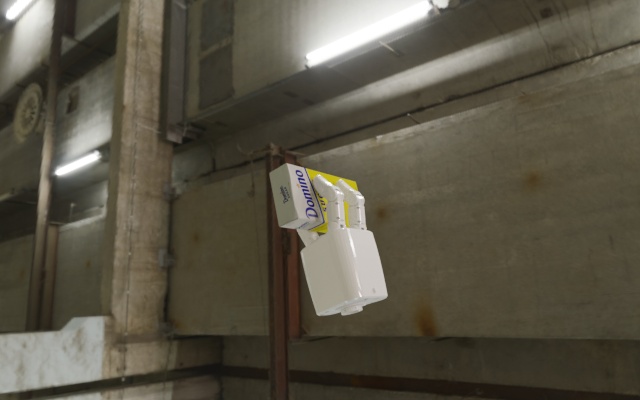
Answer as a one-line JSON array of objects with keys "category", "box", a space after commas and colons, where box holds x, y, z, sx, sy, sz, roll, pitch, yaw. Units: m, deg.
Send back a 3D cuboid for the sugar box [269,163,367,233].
[{"category": "sugar box", "box": [0.001, 0.002, 0.777, 0.048, 0.093, 0.176, -25, -23, 33]}]
